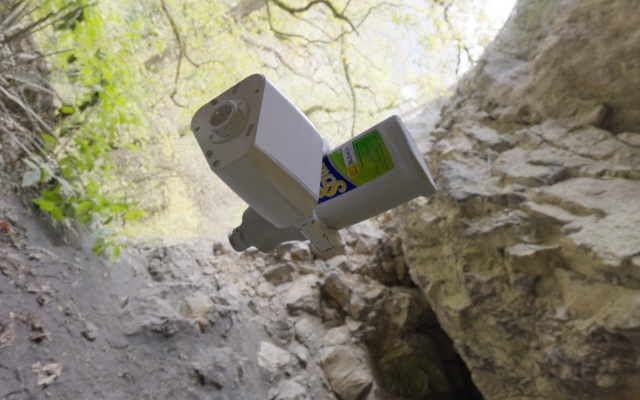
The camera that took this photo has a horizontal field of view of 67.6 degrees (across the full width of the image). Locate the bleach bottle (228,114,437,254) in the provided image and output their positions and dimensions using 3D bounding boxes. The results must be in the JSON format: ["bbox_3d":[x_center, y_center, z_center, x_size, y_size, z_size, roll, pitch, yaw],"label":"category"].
[{"bbox_3d":[0.000,0.002,0.560,0.251,0.102,0.068,-28,-41,16],"label":"bleach bottle"}]
